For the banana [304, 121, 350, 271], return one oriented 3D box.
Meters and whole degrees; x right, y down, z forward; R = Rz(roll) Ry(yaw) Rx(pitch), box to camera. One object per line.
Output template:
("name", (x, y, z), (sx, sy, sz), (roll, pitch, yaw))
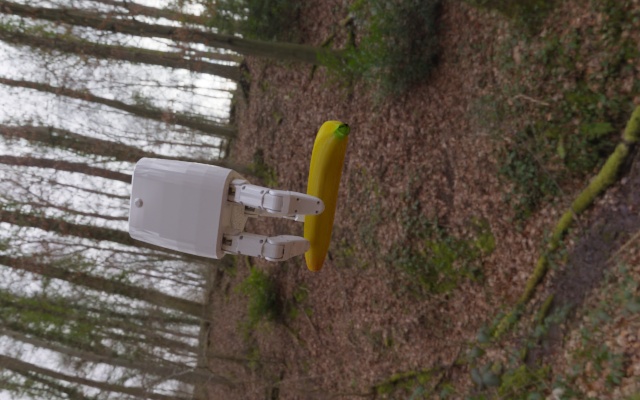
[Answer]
("banana", (0.003, -0.012, 0.536), (0.037, 0.198, 0.069), (10, 35, 1))
